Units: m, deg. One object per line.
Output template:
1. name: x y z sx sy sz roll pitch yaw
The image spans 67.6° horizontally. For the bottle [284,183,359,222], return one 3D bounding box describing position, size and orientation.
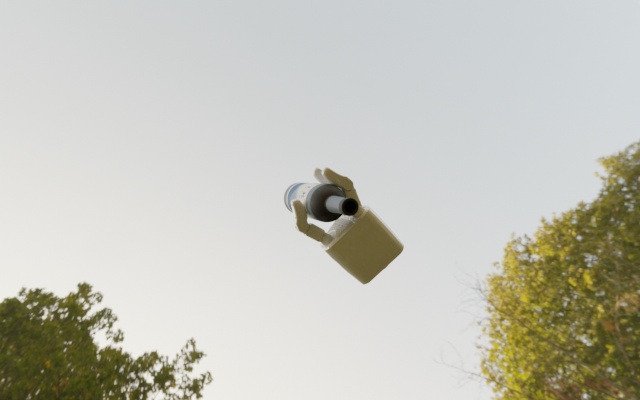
1. bottle: 0.000 0.003 0.851 0.069 0.069 0.295 0 3 -18
